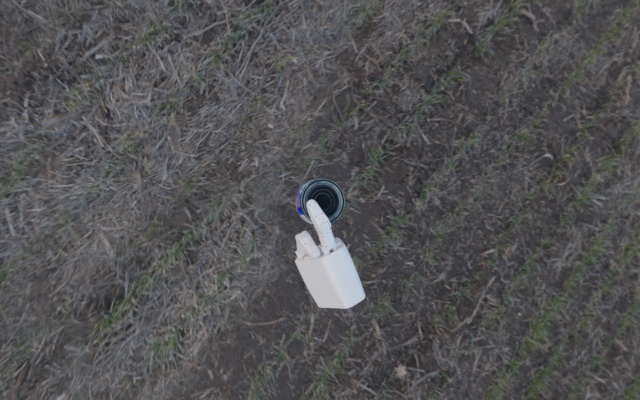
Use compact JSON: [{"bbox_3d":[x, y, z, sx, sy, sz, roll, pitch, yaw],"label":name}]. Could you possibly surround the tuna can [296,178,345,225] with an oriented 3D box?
[{"bbox_3d":[0.000,0.003,0.866,0.086,0.086,0.034,0,-3,-18],"label":"tuna can"}]
